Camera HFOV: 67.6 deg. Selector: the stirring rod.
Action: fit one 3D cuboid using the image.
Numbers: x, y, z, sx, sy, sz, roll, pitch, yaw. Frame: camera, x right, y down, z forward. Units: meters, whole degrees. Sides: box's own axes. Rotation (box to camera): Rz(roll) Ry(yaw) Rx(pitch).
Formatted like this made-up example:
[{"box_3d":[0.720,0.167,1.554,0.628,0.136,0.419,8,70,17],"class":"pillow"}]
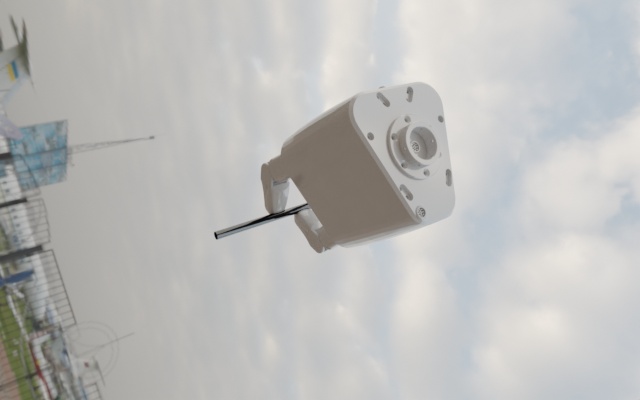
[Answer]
[{"box_3d":[0.000,0.002,0.506,0.239,0.011,0.011,-18,10,-32],"class":"stirring rod"}]
